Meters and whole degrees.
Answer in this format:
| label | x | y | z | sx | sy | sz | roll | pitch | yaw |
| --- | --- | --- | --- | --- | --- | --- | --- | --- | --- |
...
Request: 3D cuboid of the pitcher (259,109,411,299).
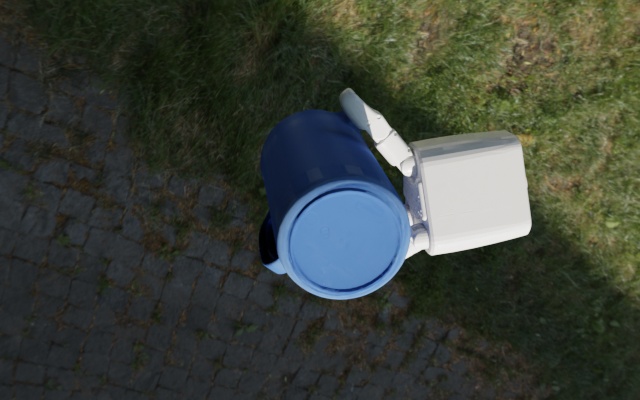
| label | x | y | z | sx | sy | sz | roll | pitch | yaw |
| --- | --- | --- | --- | --- | --- | --- | --- | --- | --- |
| pitcher | 0.000 | 0.001 | 0.482 | 0.145 | 0.149 | 0.242 | -8 | 20 | -4 |
